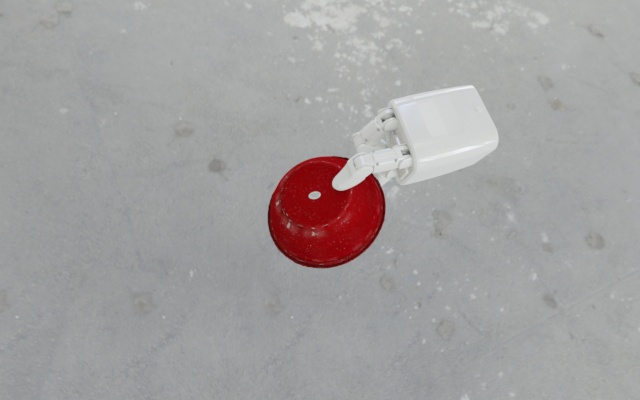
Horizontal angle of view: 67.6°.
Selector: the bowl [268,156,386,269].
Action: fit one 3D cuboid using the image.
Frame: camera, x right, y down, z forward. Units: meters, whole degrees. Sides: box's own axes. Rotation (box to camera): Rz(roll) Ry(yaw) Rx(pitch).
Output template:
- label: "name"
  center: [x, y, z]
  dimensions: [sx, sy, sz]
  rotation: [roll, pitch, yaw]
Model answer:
- label: "bowl"
  center: [-0.001, 0.003, 0.611]
  dimensions: [0.162, 0.162, 0.055]
  rotation: [0, -24, 15]
